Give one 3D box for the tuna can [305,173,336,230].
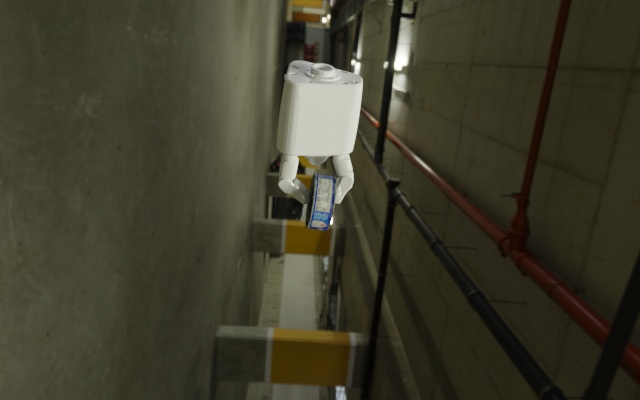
[{"bbox_3d":[0.001,0.003,0.730,0.034,0.086,0.086,8,-1,-6],"label":"tuna can"}]
